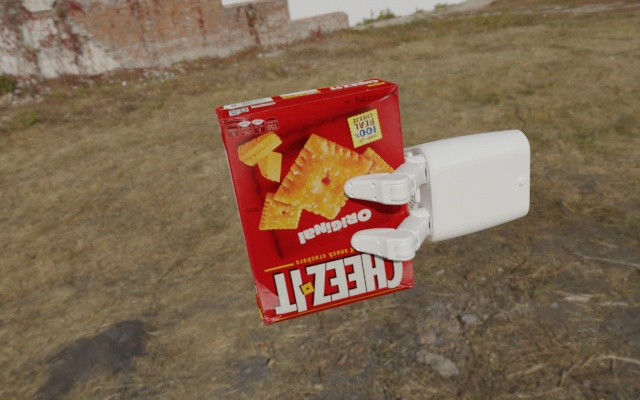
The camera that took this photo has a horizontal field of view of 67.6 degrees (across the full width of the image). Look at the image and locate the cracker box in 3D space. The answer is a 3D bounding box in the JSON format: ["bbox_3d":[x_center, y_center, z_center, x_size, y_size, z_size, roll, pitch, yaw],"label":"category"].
[{"bbox_3d":[0.000,0.001,0.473,0.164,0.214,0.072,-12,21,-9],"label":"cracker box"}]
